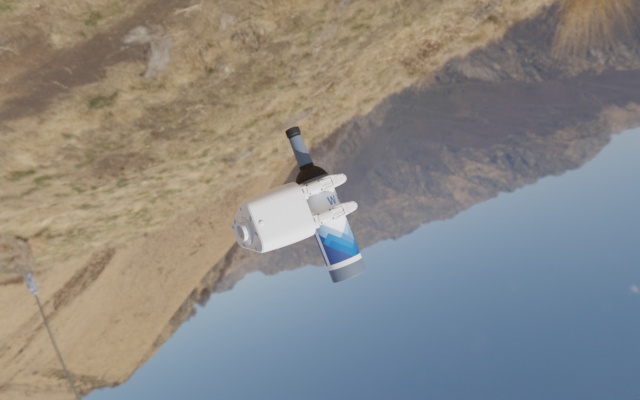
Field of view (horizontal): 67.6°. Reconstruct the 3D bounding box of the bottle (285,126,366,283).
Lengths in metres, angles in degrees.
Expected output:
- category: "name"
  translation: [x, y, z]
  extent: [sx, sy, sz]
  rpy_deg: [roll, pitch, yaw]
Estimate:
- category: "bottle"
  translation: [0.000, 0.003, 0.887]
  extent: [0.069, 0.295, 0.069]
  rpy_deg: [-22, -2, -1]
